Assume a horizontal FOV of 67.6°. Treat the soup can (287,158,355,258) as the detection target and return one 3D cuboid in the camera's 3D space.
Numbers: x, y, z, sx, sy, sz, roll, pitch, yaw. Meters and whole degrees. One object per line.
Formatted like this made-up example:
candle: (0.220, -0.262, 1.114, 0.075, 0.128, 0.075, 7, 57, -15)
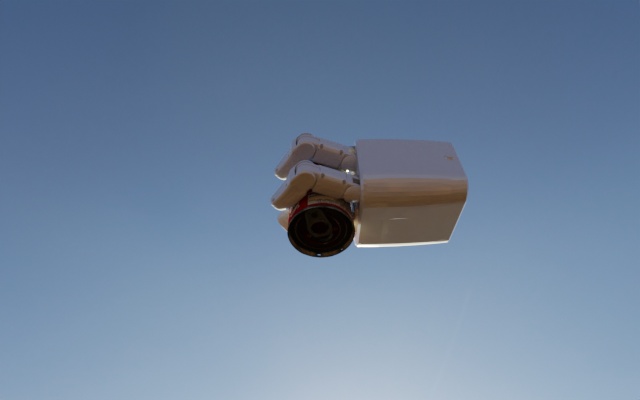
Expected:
soup can: (0.000, 0.002, 0.515, 0.068, 0.069, 0.102, 0, 38, -1)
